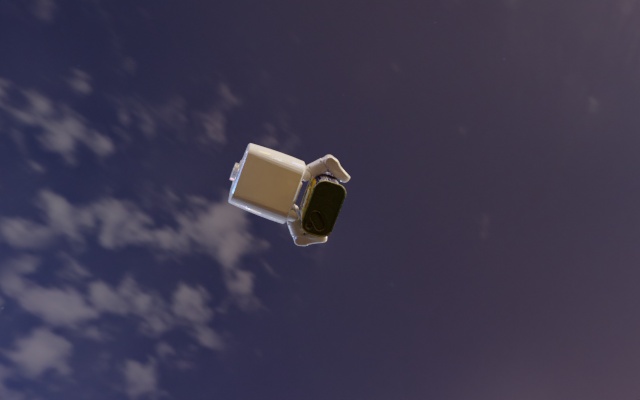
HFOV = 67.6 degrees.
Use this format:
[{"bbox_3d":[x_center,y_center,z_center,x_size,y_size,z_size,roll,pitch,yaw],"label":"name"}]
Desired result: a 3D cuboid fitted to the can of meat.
[{"bbox_3d":[0.000,0.003,0.860,0.057,0.102,0.084,17,16,-13],"label":"can of meat"}]
